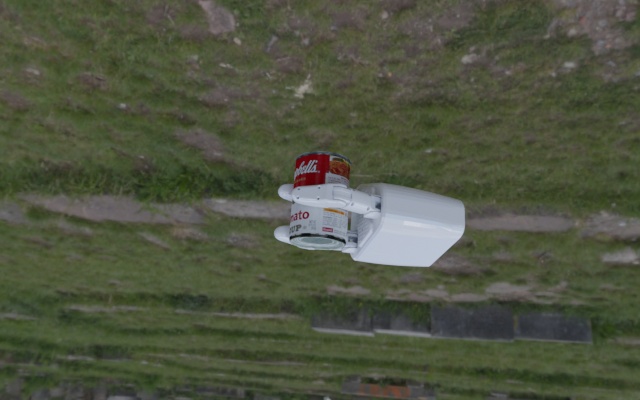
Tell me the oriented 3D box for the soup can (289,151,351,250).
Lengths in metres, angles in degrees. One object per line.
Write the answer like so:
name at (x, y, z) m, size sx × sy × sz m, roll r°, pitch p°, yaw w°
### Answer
soup can at (0.000, 0.002, 0.563) m, size 0.068 × 0.102 × 0.068 m, roll 4°, pitch -18°, yaw 1°
